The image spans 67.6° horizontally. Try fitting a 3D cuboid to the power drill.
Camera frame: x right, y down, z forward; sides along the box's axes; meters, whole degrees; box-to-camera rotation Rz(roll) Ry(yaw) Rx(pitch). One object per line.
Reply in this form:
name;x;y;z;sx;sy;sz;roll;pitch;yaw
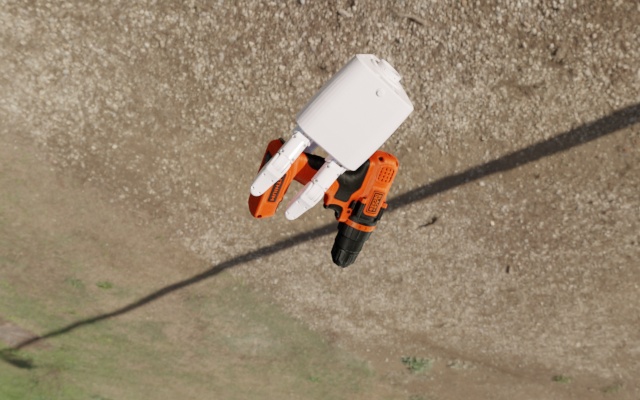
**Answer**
power drill;0.000;0.002;0.661;0.188;0.184;0.057;12;19;-26
